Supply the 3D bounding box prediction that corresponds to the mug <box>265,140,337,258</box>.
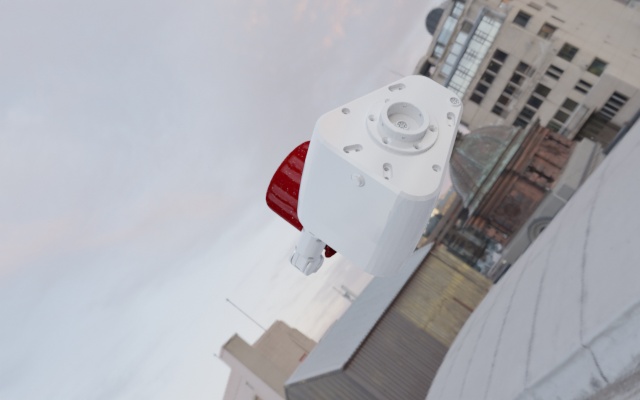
[{"bbox_3d":[0.000,0.002,0.474,0.081,0.093,0.117,35,-31,14],"label":"mug"}]
